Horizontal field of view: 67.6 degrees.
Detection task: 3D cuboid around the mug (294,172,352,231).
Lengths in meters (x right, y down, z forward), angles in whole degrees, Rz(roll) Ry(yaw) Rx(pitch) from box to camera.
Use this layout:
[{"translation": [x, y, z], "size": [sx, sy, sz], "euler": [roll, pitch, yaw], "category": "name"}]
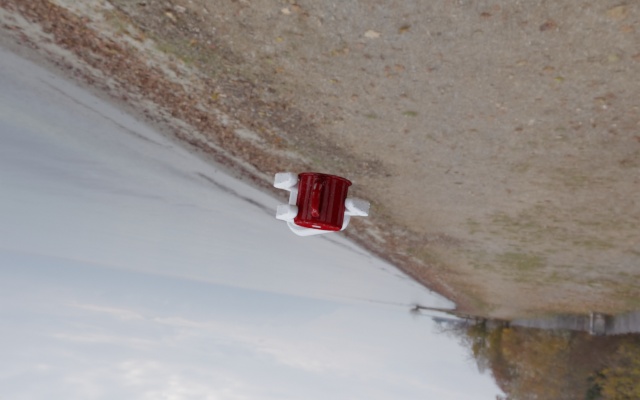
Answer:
[{"translation": [0.000, 0.002, 0.773], "size": [0.093, 0.081, 0.117], "euler": [7, -10, 5], "category": "mug"}]
